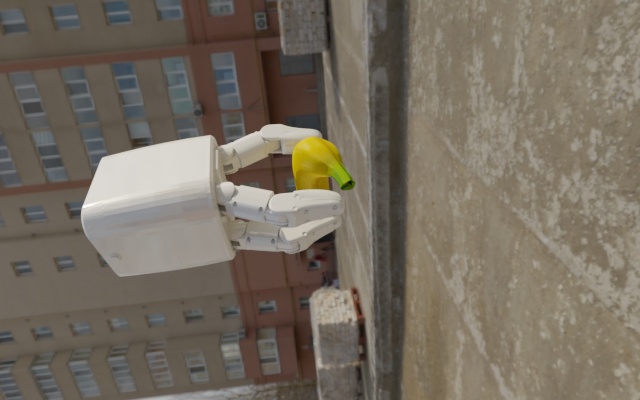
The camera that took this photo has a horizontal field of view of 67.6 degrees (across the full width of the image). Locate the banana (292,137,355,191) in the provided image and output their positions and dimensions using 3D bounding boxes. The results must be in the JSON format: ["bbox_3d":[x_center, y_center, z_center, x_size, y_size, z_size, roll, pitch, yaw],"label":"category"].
[{"bbox_3d":[-0.005,-0.017,0.464,0.037,0.069,0.198,-15,-11,-7],"label":"banana"}]
